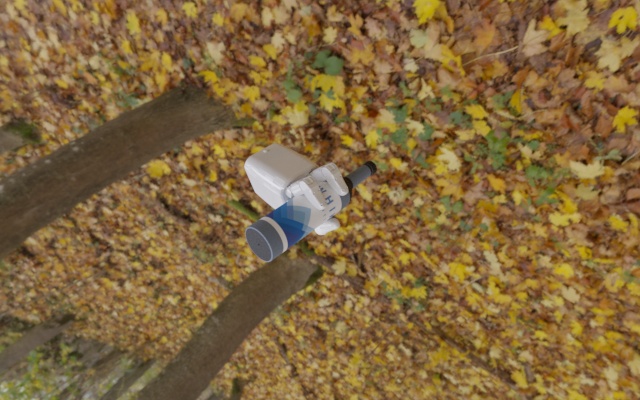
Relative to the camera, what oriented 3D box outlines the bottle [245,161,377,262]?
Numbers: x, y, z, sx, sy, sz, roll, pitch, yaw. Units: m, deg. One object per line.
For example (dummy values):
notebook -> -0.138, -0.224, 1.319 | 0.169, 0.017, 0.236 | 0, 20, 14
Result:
bottle -> 0.000, 0.003, 0.851 | 0.295, 0.069, 0.069 | -34, 21, -34
